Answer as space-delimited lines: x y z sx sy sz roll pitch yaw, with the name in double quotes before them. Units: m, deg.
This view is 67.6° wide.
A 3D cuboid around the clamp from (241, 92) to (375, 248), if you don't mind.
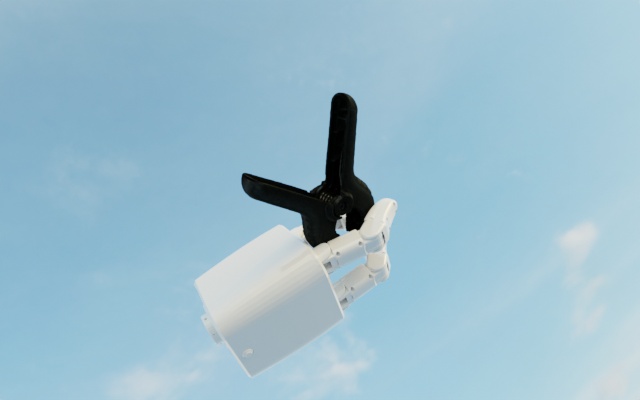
"clamp" 0.000 0.001 0.435 0.120 0.172 0.039 -32 39 -16
